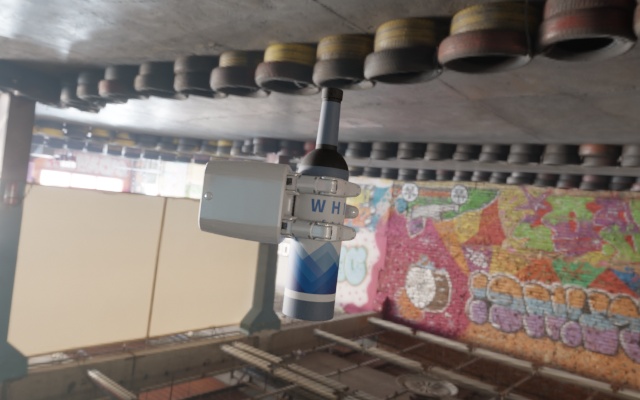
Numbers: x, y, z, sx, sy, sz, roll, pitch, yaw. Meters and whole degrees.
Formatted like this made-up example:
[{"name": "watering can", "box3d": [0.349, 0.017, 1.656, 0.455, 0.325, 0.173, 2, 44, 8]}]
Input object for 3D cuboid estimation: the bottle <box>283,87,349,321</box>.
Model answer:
[{"name": "bottle", "box3d": [0.000, 0.002, 0.621, 0.069, 0.295, 0.069, 6, -1, 0]}]
